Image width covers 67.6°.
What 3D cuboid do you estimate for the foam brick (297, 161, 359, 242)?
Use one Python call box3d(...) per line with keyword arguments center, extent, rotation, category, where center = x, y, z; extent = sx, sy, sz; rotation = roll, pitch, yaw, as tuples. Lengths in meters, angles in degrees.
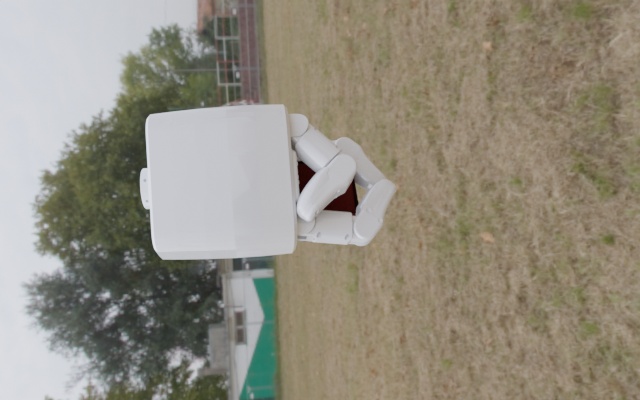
box3d(center=(0.000, 0.002, 0.436), extent=(0.051, 0.053, 0.078), rotation=(-5, -21, -9), category="foam brick")
